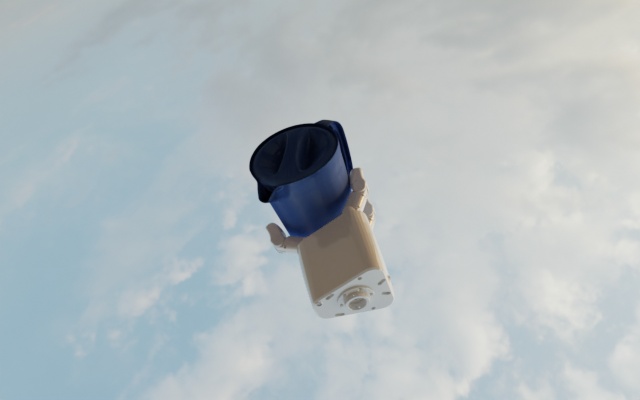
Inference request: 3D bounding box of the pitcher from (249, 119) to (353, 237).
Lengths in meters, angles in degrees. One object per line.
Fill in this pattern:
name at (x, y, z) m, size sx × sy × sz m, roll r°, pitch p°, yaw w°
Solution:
pitcher at (0.000, 0.003, 0.754) m, size 0.149 × 0.243 × 0.145 m, roll -21°, pitch 42°, yaw 2°
